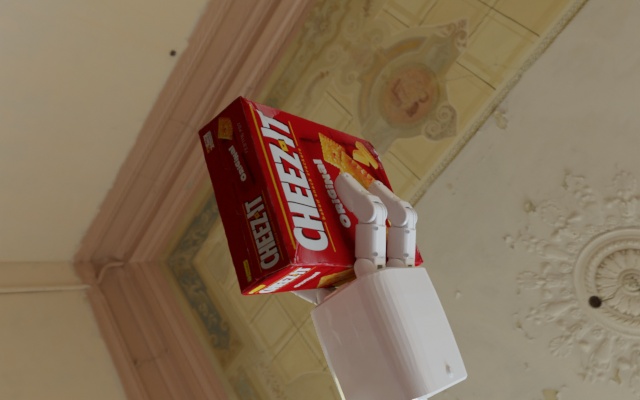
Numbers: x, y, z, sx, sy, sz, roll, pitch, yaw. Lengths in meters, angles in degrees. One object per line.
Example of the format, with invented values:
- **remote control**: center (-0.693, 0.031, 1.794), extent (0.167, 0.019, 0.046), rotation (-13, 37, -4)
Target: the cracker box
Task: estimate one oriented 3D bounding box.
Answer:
- **cracker box**: center (0.000, 0.002, 0.480), extent (0.072, 0.164, 0.214), rotation (-34, -25, 31)
